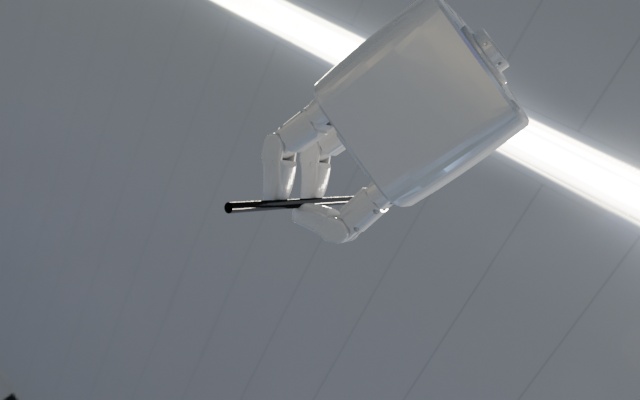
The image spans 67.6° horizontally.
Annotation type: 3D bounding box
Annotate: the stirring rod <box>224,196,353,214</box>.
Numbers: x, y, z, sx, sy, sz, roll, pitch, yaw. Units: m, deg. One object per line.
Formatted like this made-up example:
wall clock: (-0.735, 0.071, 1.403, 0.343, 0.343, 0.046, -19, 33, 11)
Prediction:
stirring rod: (0.000, 0.001, 0.434, 0.011, 0.011, 0.239, 0, 2, 32)
